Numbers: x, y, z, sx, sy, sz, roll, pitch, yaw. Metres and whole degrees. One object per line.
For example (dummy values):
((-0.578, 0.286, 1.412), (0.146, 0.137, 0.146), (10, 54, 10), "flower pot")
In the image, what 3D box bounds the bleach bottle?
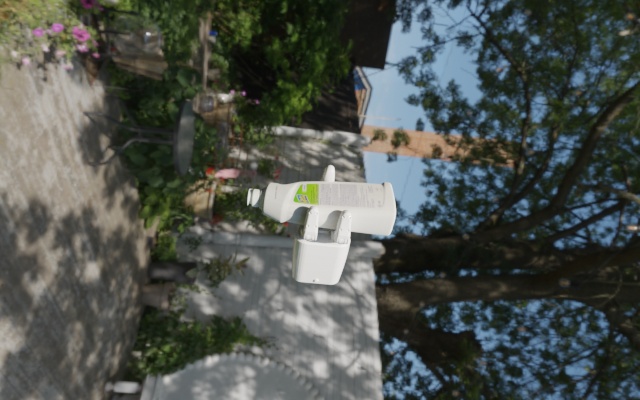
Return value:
((0.000, 0.003, 0.836), (0.251, 0.068, 0.102), (6, 37, -5), "bleach bottle")
